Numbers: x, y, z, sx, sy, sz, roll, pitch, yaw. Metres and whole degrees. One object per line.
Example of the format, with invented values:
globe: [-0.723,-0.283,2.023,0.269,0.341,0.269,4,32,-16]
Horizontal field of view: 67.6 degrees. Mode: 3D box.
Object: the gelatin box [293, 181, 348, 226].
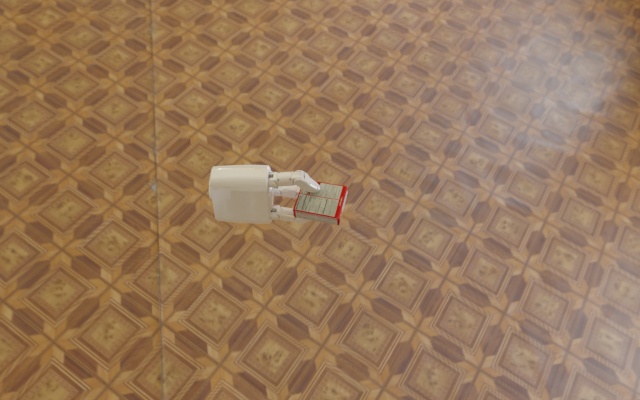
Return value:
gelatin box: [0.000,0.003,0.895,0.089,0.073,0.030,9,-32,12]
